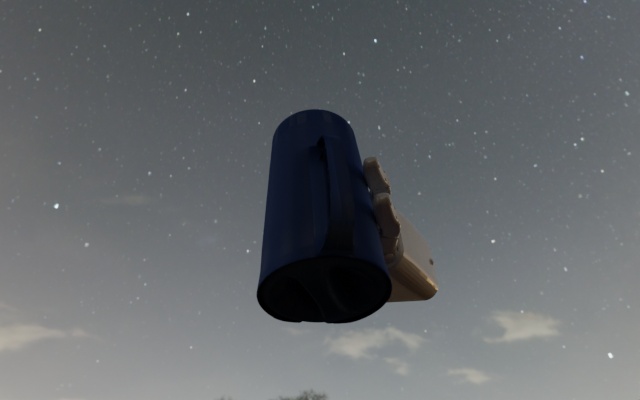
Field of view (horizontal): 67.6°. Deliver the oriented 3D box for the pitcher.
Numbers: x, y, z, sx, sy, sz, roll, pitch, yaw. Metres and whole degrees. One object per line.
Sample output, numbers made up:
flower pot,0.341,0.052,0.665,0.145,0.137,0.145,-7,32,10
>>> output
pitcher,0.000,0.002,0.537,0.149,0.242,0.145,-29,-47,25
